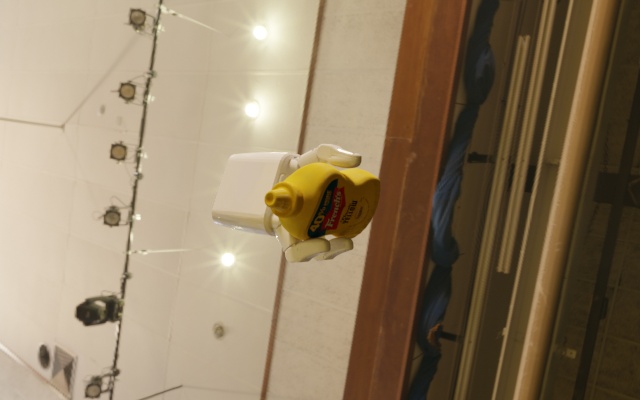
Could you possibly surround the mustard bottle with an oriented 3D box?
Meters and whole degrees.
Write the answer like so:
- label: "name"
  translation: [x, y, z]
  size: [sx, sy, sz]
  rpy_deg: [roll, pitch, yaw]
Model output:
- label: "mustard bottle"
  translation: [0.001, 0.002, 0.590]
  size: [0.058, 0.096, 0.191]
  rpy_deg: [34, 17, 32]
